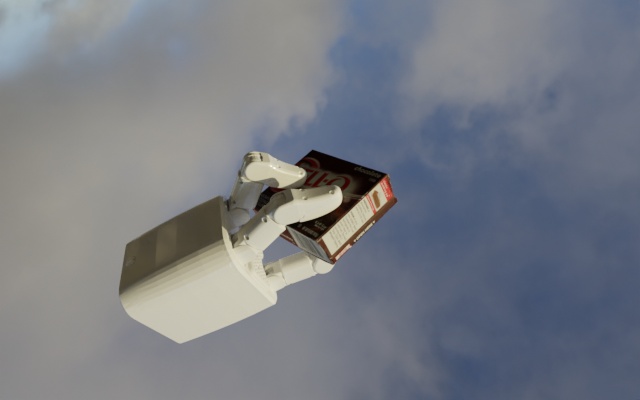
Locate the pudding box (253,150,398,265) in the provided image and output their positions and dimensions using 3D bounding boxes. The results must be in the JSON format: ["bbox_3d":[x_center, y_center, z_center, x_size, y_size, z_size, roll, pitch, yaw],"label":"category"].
[{"bbox_3d":[0.000,0.002,0.445,0.090,0.039,0.113,-43,40,-20],"label":"pudding box"}]
